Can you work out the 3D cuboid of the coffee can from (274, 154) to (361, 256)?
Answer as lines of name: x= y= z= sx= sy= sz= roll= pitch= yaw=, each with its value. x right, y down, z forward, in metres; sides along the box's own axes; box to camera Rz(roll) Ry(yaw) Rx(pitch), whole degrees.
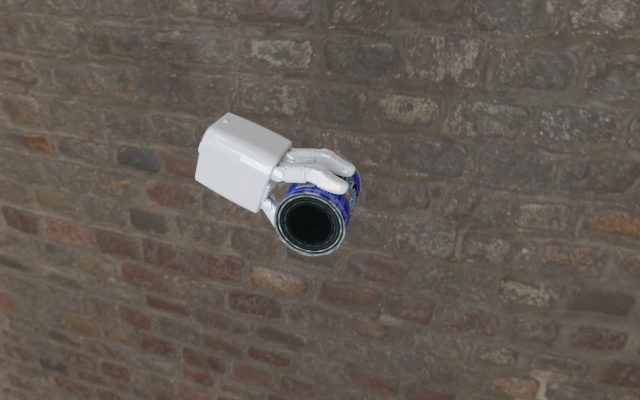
coffee can: x=0.000 y=0.002 z=0.716 sx=0.103 sy=0.103 sz=0.140 roll=0 pitch=28 yaw=15
